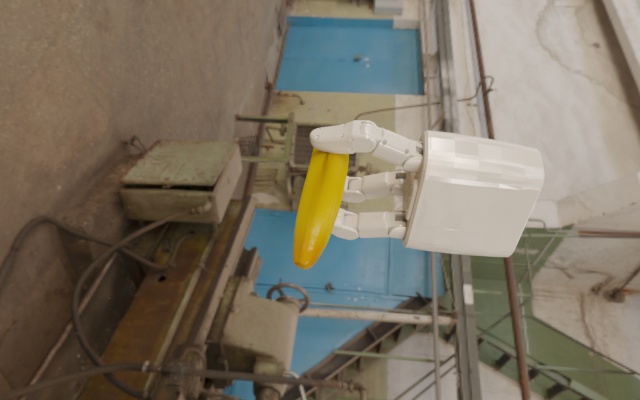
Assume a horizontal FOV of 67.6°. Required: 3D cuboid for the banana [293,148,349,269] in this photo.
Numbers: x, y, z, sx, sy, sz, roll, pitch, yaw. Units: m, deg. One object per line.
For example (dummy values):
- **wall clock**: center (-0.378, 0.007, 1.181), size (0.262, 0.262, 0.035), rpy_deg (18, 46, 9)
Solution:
- **banana**: center (0.004, -0.016, 0.449), size (0.037, 0.070, 0.197), rpy_deg (12, 28, -1)
